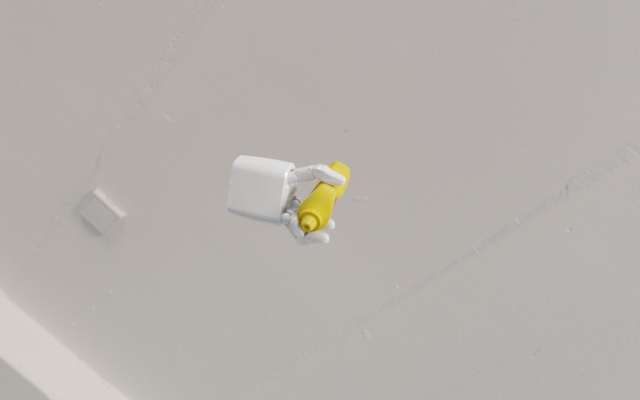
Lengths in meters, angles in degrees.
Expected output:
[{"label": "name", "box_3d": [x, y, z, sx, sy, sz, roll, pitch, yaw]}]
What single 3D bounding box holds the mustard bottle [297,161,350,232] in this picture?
[{"label": "mustard bottle", "box_3d": [0.001, 0.003, 0.876, 0.058, 0.096, 0.191, 33, 31, -1]}]
